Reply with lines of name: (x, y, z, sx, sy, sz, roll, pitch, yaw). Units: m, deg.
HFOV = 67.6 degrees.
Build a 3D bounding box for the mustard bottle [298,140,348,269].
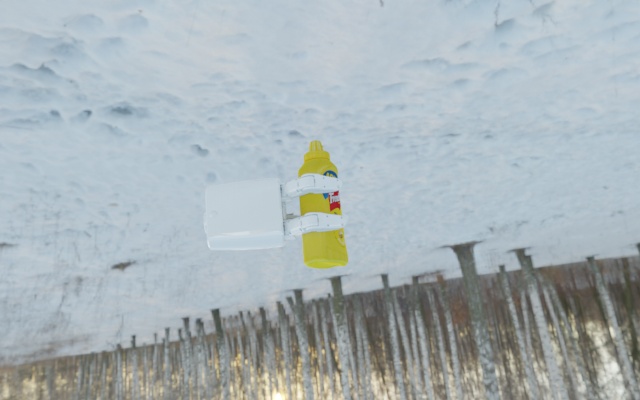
mustard bottle: (0.000, 0.003, 0.711, 0.058, 0.191, 0.096, -12, -16, 21)
